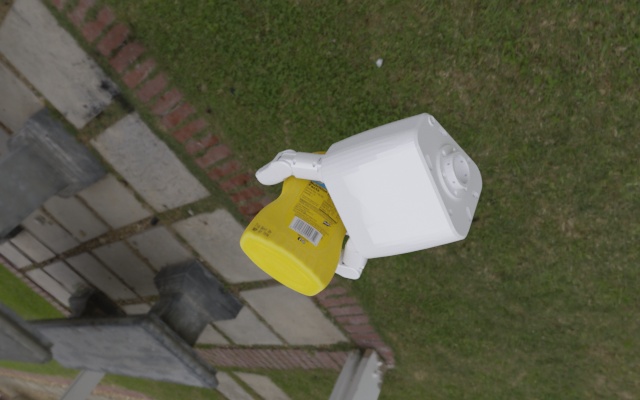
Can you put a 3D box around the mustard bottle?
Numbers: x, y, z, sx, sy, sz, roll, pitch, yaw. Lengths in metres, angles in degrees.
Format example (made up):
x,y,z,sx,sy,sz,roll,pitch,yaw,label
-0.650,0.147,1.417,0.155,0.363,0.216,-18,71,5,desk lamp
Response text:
x,y,z,sx,sy,sz,roll,pitch,yaw,label
0.000,0.002,0.519,0.096,0.191,0.058,35,-39,-4,mustard bottle
